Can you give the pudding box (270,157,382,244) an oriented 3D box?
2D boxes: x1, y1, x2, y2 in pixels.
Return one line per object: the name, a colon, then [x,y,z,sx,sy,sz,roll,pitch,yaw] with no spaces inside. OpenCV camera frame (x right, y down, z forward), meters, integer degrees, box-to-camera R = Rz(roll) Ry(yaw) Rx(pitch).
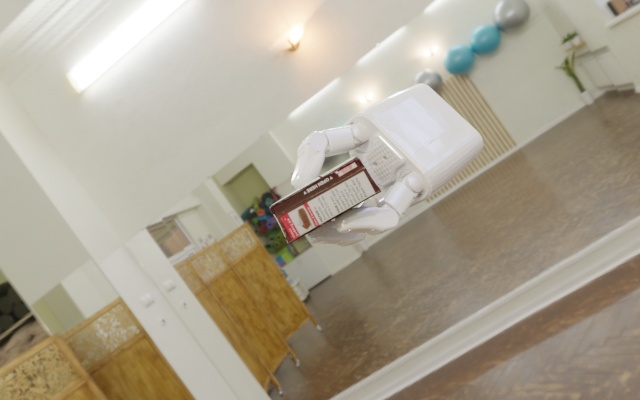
pudding box: [0.000,0.001,0.443,0.090,0.039,0.113,-30,-2,-4]
